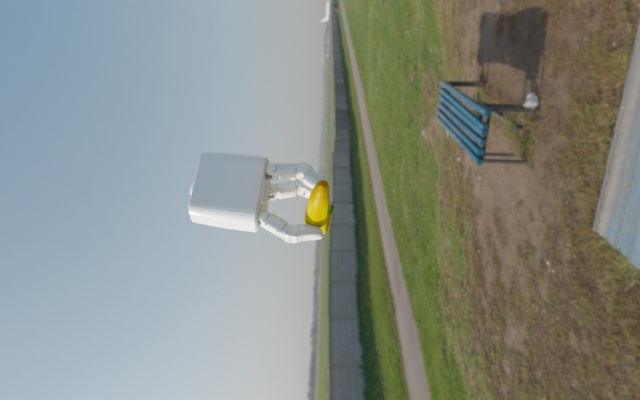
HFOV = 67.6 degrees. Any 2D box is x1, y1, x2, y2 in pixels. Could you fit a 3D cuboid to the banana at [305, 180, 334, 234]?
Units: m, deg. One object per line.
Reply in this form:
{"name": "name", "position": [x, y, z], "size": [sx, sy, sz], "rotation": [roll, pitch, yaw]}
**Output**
{"name": "banana", "position": [-0.004, 0.021, 0.758], "size": [0.037, 0.069, 0.198], "rotation": [12, -10, 5]}
